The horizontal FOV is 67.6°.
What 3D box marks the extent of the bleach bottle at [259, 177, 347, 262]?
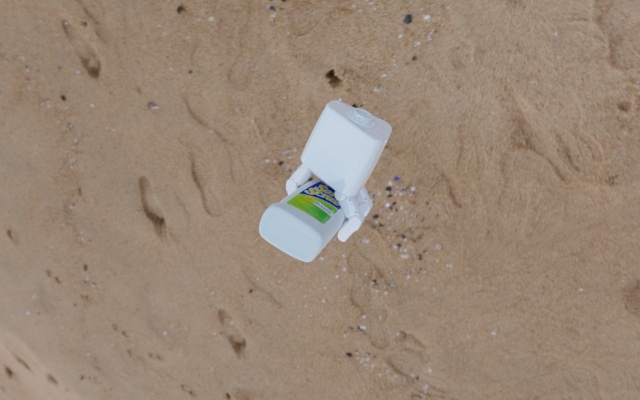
[{"bbox_3d":[0.000,0.003,0.797,0.102,0.068,0.250,31,31,7],"label":"bleach bottle"}]
